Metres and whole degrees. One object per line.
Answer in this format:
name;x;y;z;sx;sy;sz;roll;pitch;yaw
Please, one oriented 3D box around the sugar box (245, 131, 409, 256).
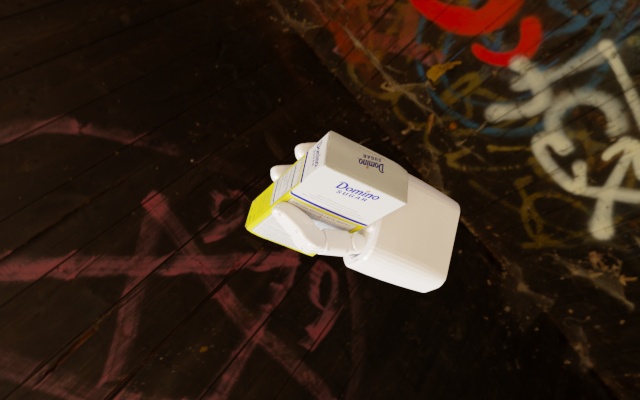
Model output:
sugar box;0.000;0.001;0.495;0.093;0.048;0.176;24;-35;-23
